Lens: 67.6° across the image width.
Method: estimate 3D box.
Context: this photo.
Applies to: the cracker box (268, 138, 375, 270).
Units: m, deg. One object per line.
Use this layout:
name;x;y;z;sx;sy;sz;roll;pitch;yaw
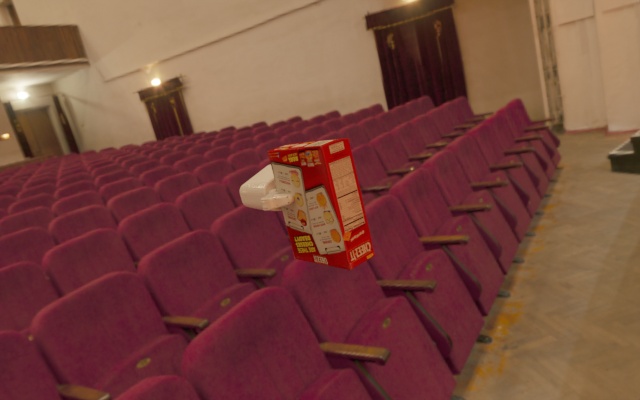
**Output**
cracker box;0.000;0.003;0.844;0.072;0.214;0.164;-23;15;-35
